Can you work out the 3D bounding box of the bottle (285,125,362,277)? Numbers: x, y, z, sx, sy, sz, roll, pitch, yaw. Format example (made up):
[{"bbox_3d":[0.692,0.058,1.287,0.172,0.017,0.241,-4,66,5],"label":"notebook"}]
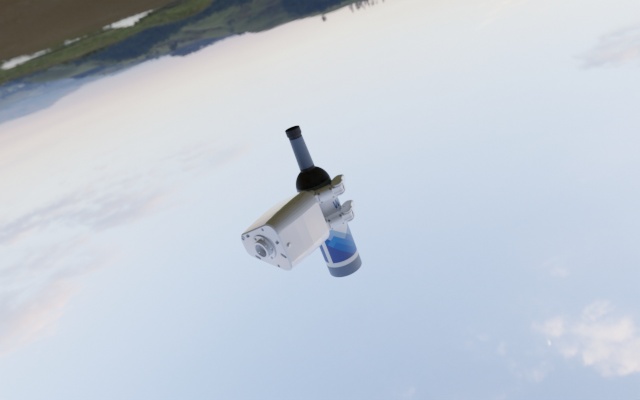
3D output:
[{"bbox_3d":[0.000,0.003,0.878,0.069,0.296,0.069,-18,22,7],"label":"bottle"}]
